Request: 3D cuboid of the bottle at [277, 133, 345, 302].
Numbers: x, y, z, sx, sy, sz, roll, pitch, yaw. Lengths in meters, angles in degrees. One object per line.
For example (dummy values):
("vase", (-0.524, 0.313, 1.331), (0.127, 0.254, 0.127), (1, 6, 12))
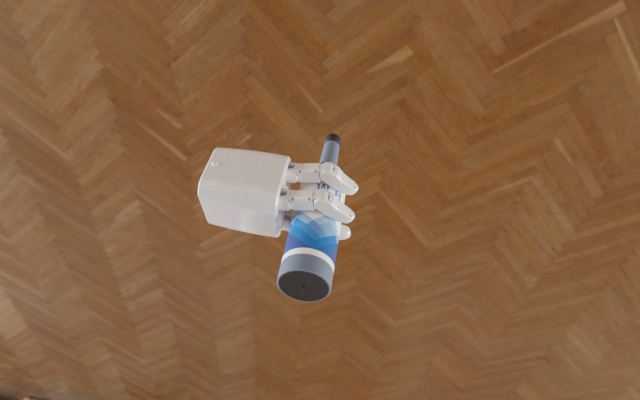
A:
("bottle", (0.000, 0.002, 0.680), (0.069, 0.069, 0.295), (0, 44, 11))
